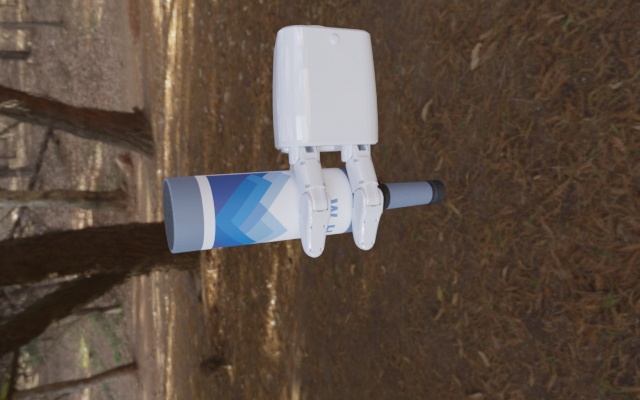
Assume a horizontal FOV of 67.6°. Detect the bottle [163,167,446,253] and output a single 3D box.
[{"bbox_3d":[0.000,0.002,0.479,0.296,0.069,0.069,-5,2,-25],"label":"bottle"}]
